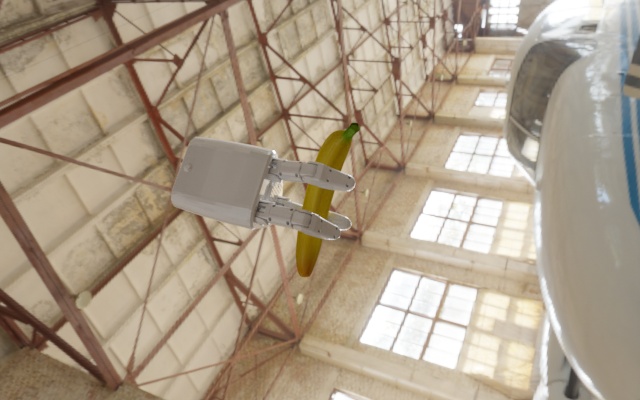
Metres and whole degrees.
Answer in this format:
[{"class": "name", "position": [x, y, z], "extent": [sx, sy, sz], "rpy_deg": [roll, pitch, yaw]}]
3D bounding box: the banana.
[{"class": "banana", "position": [0.000, -0.005, 0.597], "extent": [0.037, 0.198, 0.069], "rpy_deg": [16, 9, -6]}]
